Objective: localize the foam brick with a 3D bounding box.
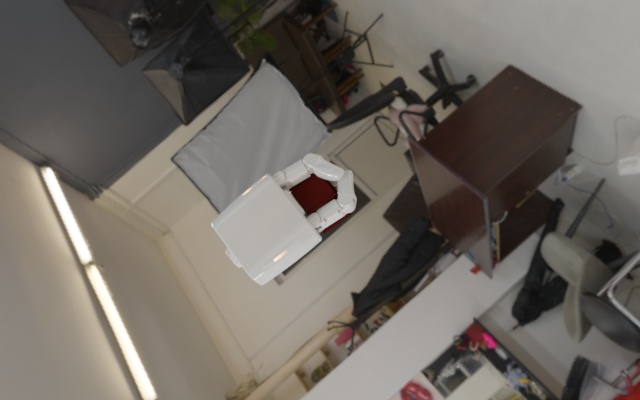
[{"bbox_3d":[0.000,0.002,0.682,0.051,0.053,0.078,-39,-33,-2],"label":"foam brick"}]
